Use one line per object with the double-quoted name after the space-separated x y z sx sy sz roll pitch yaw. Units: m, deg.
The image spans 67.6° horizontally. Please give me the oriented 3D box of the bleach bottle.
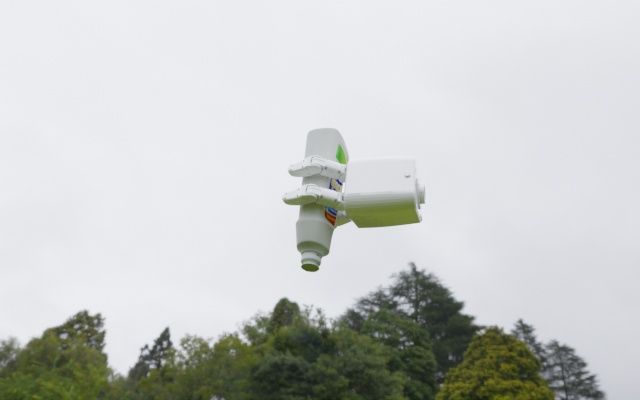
0.000 0.002 0.786 0.068 0.250 0.103 -3 -36 15 "bleach bottle"
